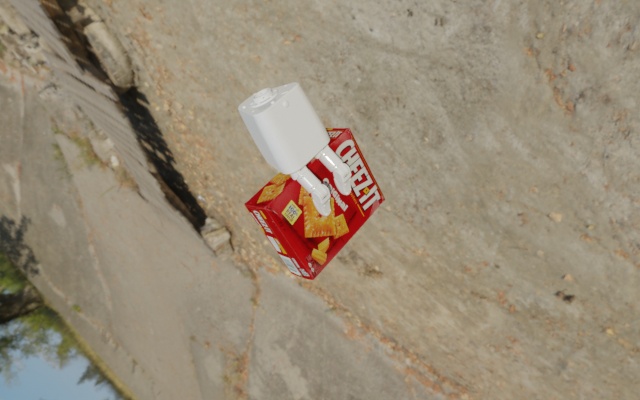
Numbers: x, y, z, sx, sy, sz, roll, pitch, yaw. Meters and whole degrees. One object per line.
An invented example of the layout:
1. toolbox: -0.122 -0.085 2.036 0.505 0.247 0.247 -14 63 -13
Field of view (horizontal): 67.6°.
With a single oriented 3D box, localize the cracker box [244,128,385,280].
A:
1. cracker box: 0.000 0.003 0.813 0.213 0.164 0.072 -45 32 -26
